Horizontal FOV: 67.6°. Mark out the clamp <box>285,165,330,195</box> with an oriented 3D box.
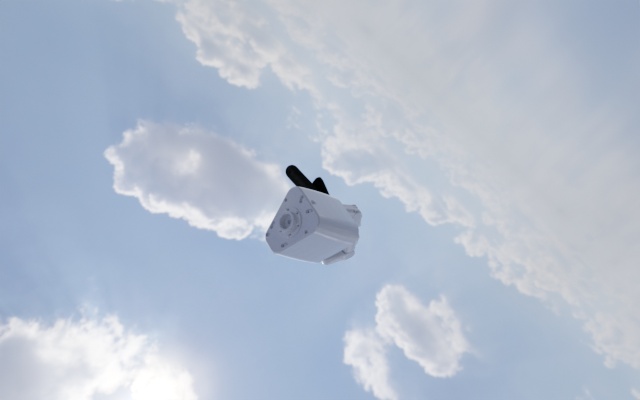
[{"bbox_3d":[0.000,0.003,0.878,0.120,0.039,0.171,19,29,-50],"label":"clamp"}]
